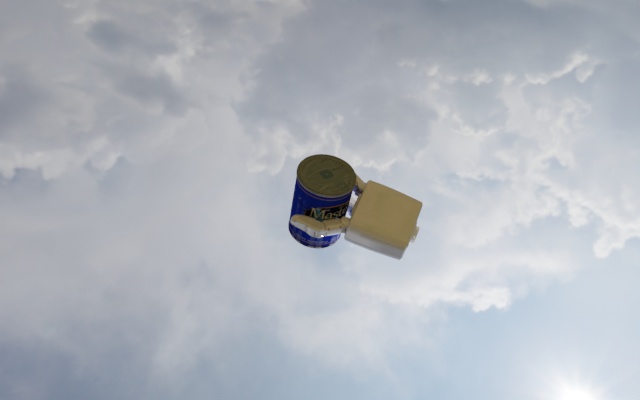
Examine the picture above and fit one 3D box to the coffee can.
[{"bbox_3d":[0.000,0.003,0.855,0.103,0.102,0.140,0,-44,-12],"label":"coffee can"}]
